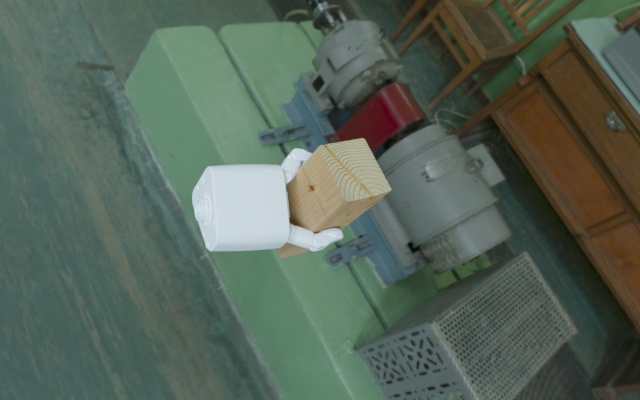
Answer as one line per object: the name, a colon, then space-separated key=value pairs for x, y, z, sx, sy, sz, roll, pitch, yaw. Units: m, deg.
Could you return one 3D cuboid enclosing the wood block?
wood block: x=0.000 y=0.003 z=0.734 sx=0.090 sy=0.090 sz=0.206 roll=-14 pitch=-18 yaw=-37
